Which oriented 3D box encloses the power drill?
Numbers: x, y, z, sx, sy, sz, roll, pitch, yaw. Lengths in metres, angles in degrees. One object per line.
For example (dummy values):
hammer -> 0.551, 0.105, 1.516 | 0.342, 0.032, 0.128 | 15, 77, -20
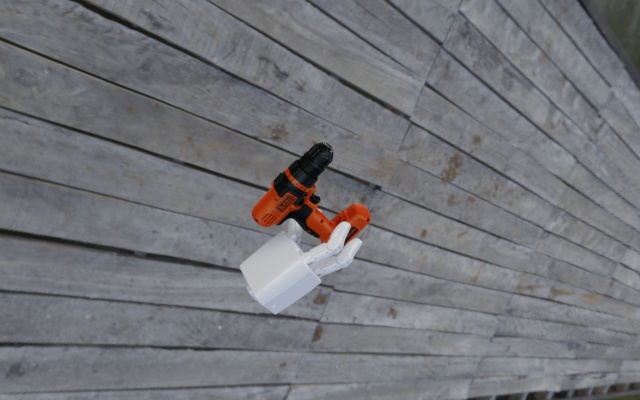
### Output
power drill -> 0.000, 0.003, 0.840 | 0.188, 0.184, 0.057 | 33, 23, -33
